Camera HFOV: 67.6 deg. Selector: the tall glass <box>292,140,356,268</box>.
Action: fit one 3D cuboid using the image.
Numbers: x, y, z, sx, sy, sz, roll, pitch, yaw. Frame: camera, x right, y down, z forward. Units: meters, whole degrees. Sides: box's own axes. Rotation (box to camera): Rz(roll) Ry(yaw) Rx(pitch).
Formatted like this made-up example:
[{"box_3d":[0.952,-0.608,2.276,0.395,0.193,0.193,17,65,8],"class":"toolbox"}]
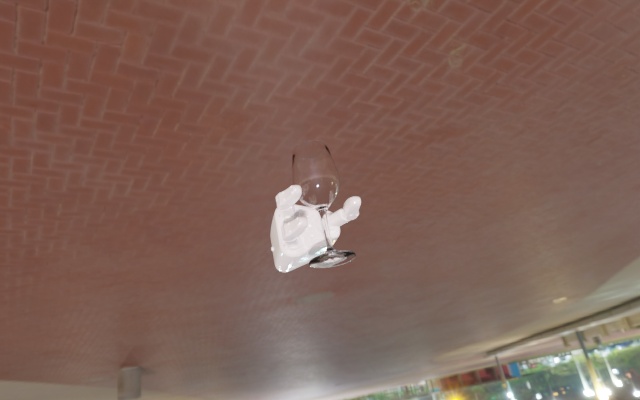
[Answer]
[{"box_3d":[0.000,0.003,0.773,0.079,0.201,0.079,-10,-23,-4],"class":"tall glass"}]
